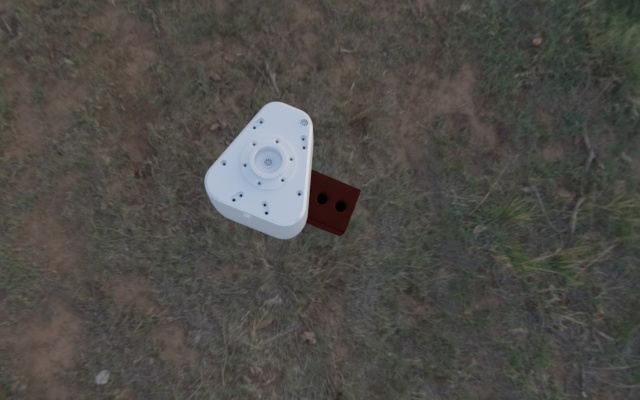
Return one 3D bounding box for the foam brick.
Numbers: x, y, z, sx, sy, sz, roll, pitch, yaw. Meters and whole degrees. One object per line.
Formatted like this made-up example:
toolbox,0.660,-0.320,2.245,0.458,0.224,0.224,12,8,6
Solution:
foam brick,0.000,0.002,0.547,0.078,0.053,0.051,22,-10,-1
